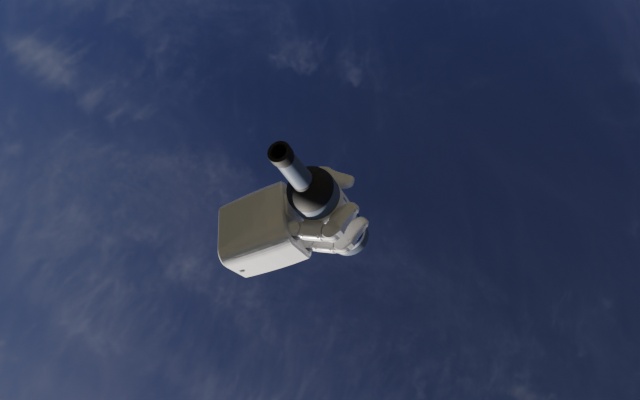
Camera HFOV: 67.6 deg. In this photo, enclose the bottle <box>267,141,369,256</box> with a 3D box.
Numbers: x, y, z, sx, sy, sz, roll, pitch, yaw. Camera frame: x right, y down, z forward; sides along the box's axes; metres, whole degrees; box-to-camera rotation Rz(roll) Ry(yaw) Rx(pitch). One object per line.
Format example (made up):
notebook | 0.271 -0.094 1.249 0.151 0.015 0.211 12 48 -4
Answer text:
bottle | 0.000 0.002 0.653 0.069 0.069 0.296 0 -23 20
